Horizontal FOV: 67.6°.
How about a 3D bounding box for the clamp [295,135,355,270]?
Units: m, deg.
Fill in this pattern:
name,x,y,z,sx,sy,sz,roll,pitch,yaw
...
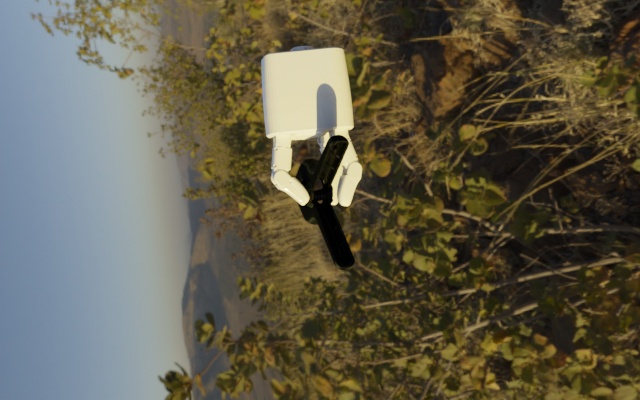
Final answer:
name,x,y,z,sx,sy,sz,roll,pitch,yaw
clamp,-0.001,0.002,0.655,0.036,0.164,0.210,-5,3,-17
